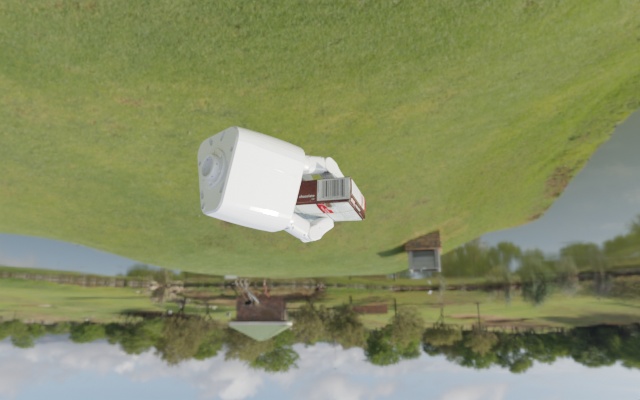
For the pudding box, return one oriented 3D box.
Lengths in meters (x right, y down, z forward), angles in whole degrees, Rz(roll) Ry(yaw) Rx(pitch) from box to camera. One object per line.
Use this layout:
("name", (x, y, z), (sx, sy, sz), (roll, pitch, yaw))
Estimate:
("pudding box", (0.000, 0.002, 0.680), (0.113, 0.039, 0.090), (-3, -19, 18))
